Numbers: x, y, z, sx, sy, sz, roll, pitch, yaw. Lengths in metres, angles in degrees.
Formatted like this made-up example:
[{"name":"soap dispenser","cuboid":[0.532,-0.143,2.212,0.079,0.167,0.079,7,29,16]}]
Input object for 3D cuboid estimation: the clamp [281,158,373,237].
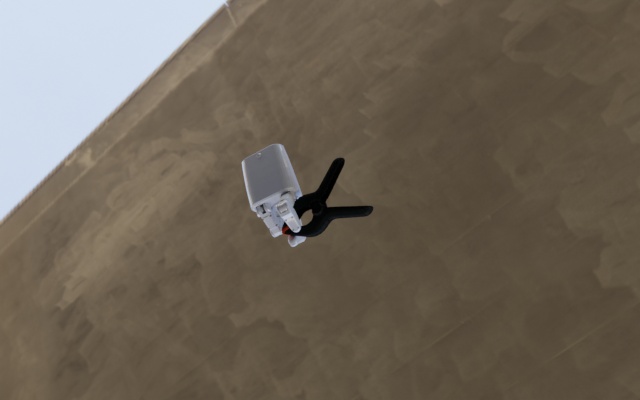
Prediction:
[{"name":"clamp","cuboid":[0.000,0.003,0.857,0.171,0.120,0.039,-26,-27,15]}]
